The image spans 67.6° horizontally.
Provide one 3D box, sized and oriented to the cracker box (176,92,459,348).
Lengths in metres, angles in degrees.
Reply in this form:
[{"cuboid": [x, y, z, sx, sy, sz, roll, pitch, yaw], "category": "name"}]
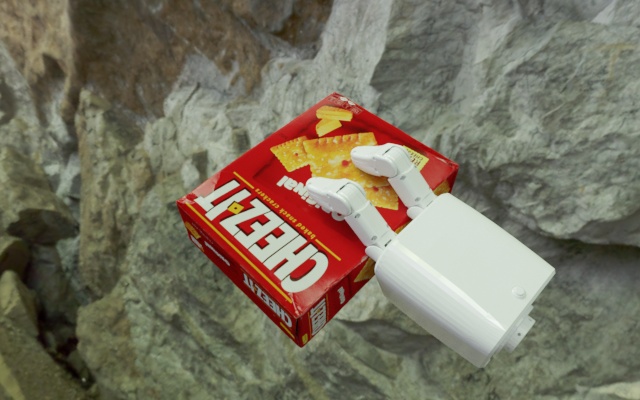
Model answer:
[{"cuboid": [0.000, 0.002, 0.458, 0.164, 0.072, 0.213, 38, 62, 26], "category": "cracker box"}]
